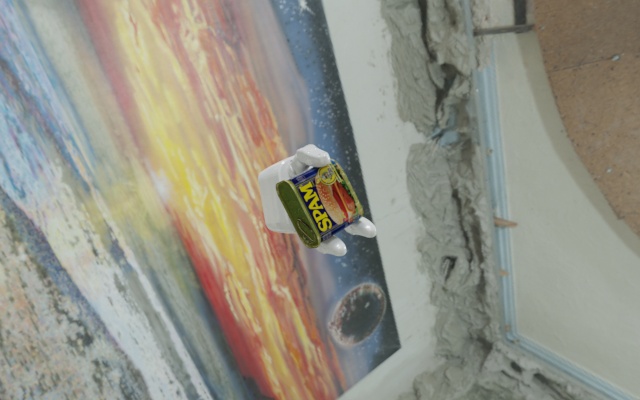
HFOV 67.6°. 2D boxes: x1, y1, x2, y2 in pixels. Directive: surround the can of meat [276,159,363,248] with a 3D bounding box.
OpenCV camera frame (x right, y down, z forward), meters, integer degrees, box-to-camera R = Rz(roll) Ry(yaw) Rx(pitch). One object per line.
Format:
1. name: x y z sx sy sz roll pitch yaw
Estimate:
1. can of meat: 0.000 0.002 0.664 0.084 0.102 0.057 -29 5 -26
